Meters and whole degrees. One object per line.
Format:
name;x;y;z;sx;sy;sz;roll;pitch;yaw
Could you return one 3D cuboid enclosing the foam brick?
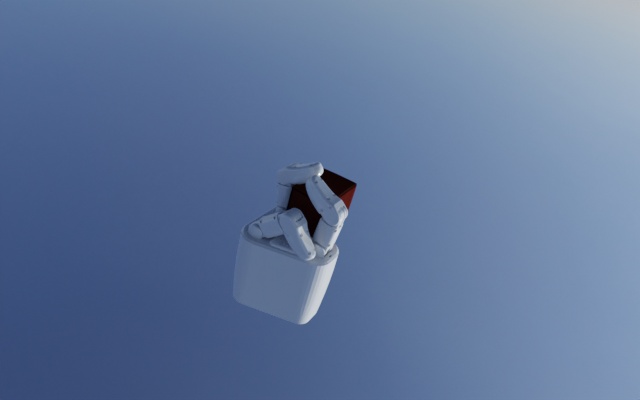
foam brick;0.000;0.002;0.593;0.053;0.051;0.078;28;33;20
